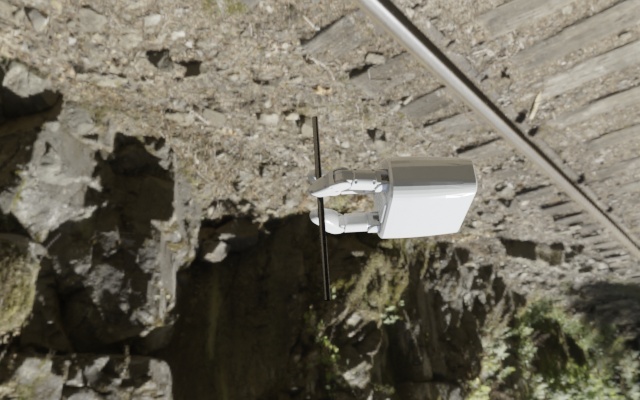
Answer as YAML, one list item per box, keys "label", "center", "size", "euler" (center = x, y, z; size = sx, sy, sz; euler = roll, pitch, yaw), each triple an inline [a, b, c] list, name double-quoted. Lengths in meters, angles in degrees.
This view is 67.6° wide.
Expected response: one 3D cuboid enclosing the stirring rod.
- label: "stirring rod"
  center: [0.000, 0.002, 0.585]
  size: [0.011, 0.239, 0.011]
  euler: [-3, -22, -1]
